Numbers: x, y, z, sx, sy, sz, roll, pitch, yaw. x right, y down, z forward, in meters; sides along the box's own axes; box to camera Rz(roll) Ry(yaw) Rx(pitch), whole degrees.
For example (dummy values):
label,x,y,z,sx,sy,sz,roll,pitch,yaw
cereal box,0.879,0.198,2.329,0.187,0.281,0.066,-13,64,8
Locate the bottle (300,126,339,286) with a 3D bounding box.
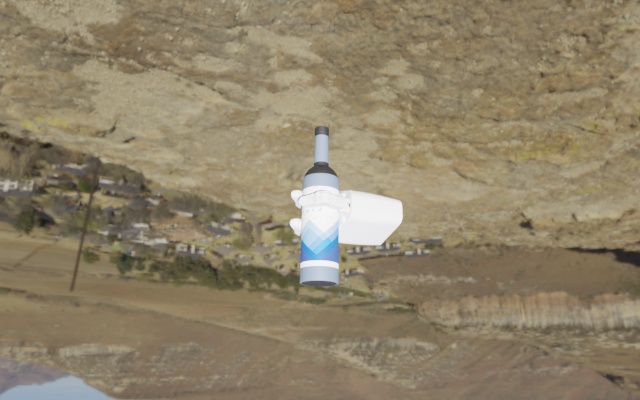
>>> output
label,x,y,z,sx,sy,sz,roll,pitch,yaw
bottle,0.000,0.003,0.863,0.069,0.295,0.069,1,-19,0
